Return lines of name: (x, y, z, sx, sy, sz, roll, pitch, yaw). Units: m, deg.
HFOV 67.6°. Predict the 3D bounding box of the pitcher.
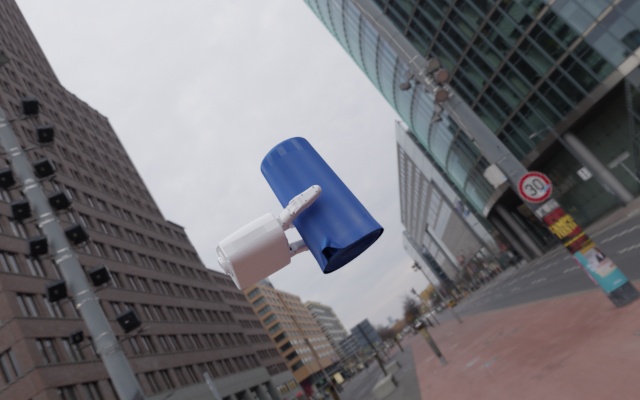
pitcher: (0.000, 0.003, 0.884, 0.145, 0.242, 0.149, -31, -19, -16)
